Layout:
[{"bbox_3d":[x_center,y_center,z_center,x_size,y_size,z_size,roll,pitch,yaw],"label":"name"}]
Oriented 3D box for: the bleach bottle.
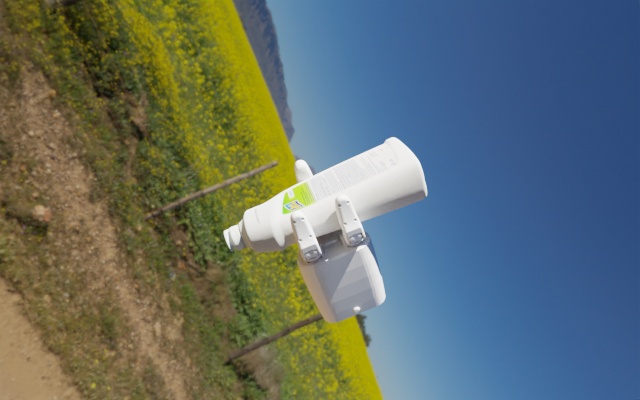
[{"bbox_3d":[0.000,0.002,0.606,0.251,0.068,0.102,-21,28,-2],"label":"bleach bottle"}]
